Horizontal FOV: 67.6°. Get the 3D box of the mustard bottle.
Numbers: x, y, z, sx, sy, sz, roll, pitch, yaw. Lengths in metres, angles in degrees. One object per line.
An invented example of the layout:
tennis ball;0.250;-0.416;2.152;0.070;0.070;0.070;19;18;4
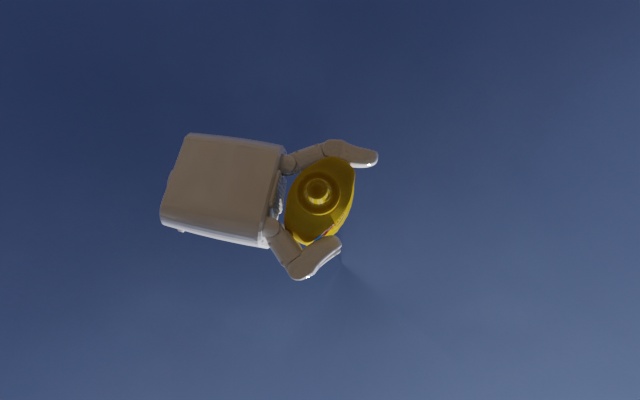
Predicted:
mustard bottle;0.000;0.002;0.511;0.058;0.096;0.191;35;-5;6
